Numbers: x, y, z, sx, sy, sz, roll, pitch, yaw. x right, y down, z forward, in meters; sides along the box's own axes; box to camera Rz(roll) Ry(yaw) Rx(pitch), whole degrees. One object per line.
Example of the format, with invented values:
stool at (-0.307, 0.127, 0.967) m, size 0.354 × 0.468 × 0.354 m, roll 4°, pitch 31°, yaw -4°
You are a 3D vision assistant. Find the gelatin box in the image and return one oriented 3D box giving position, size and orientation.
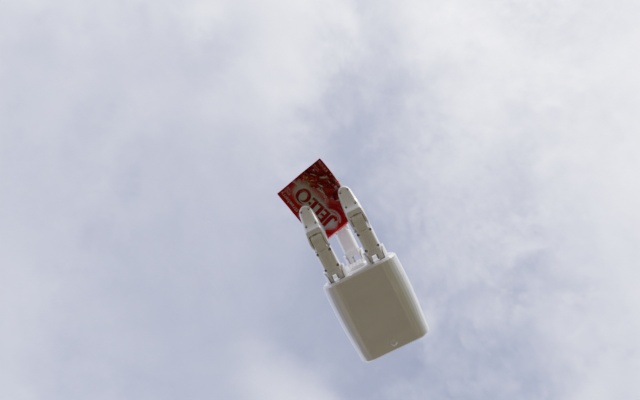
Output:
gelatin box at (0.000, 0.002, 0.621) m, size 0.073 × 0.089 × 0.030 m, roll -40°, pitch -6°, yaw 2°
